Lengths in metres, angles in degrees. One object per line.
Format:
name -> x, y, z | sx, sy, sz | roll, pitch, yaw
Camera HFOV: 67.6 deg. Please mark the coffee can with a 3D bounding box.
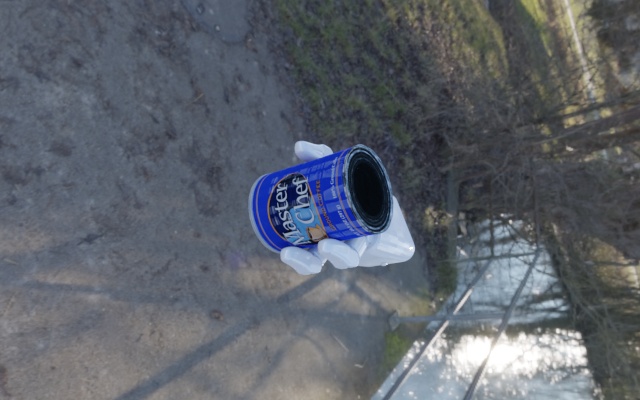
coffee can -> 0.000, 0.002, 0.566 | 0.140, 0.103, 0.103 | -15, -8, 34
